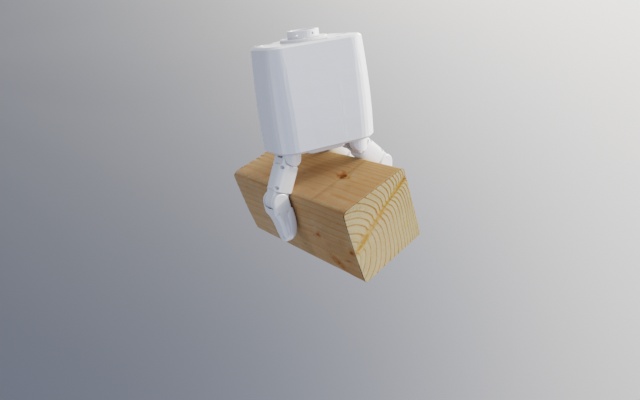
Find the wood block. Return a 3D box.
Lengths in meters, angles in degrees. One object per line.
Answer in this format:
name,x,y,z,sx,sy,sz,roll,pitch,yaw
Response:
wood block,0.000,0.002,0.558,0.091,0.090,0.206,-36,34,-26
